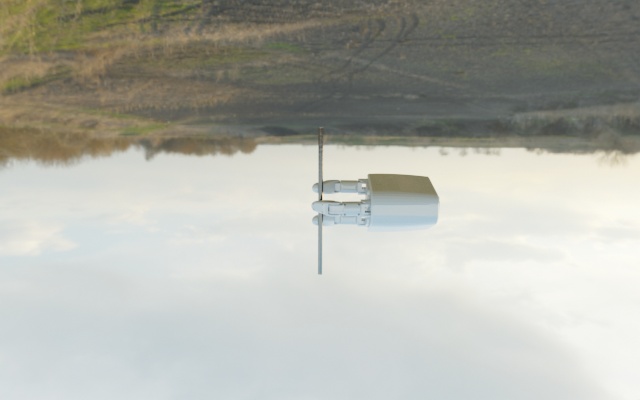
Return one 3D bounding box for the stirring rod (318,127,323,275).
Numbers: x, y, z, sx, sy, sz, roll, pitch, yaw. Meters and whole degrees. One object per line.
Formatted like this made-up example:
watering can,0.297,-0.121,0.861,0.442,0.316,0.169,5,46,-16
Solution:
stirring rod,0.000,0.002,0.775,0.011,0.239,0.011,0,7,0
